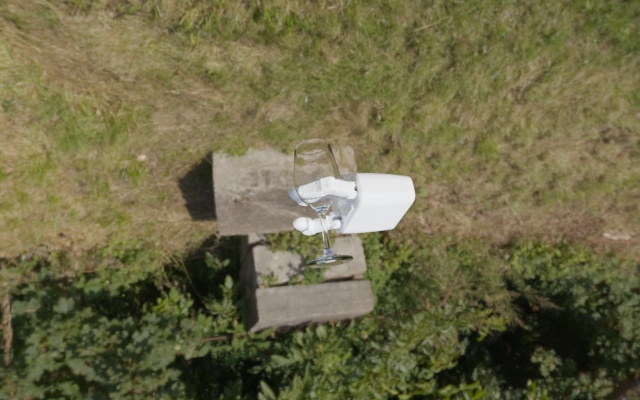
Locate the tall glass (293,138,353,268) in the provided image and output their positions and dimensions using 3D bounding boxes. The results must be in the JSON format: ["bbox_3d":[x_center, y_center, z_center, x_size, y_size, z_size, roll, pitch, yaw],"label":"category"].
[{"bbox_3d":[0.000,0.003,0.772,0.079,0.201,0.079,-8,-18,-3],"label":"tall glass"}]
